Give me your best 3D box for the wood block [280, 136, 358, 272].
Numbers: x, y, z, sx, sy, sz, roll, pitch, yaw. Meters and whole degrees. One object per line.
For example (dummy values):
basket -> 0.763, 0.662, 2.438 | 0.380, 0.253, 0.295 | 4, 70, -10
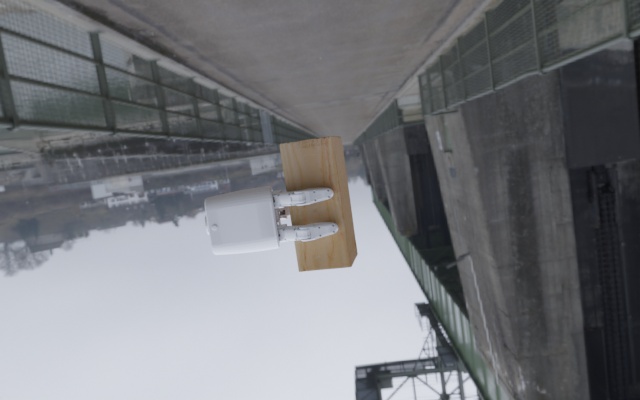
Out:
wood block -> 0.000, 0.003, 0.788 | 0.090, 0.206, 0.091 | -7, 6, 11
